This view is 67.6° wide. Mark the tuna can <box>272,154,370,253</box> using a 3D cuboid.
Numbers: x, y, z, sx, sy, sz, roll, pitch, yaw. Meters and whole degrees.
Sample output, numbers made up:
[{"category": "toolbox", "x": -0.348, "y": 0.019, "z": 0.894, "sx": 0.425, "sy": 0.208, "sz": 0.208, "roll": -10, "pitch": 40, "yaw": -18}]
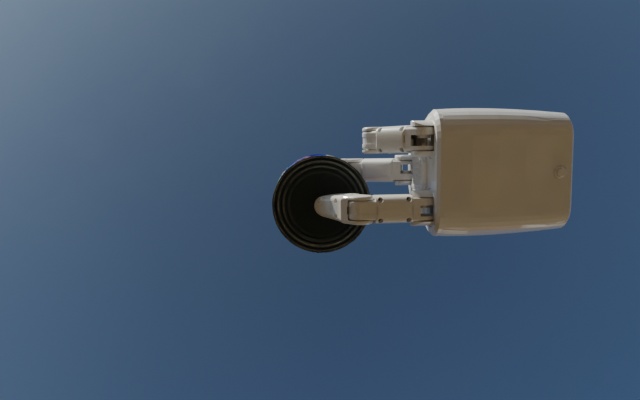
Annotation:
[{"category": "tuna can", "x": 0.000, "y": 0.001, "z": 0.429, "sx": 0.086, "sy": 0.086, "sz": 0.033, "roll": 0, "pitch": 9, "yaw": -4}]
